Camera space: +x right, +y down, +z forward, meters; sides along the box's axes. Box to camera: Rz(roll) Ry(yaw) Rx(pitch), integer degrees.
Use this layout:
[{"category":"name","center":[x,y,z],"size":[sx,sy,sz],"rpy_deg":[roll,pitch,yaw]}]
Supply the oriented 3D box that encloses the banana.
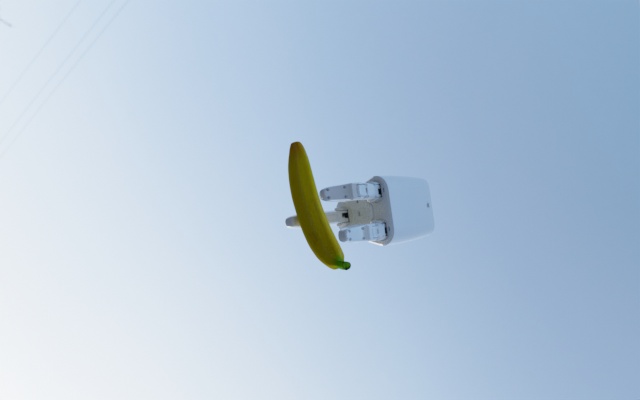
[{"category":"banana","center":[-0.006,0.015,0.644],"size":[0.037,0.197,0.070],"rpy_deg":[-8,-28,-33]}]
